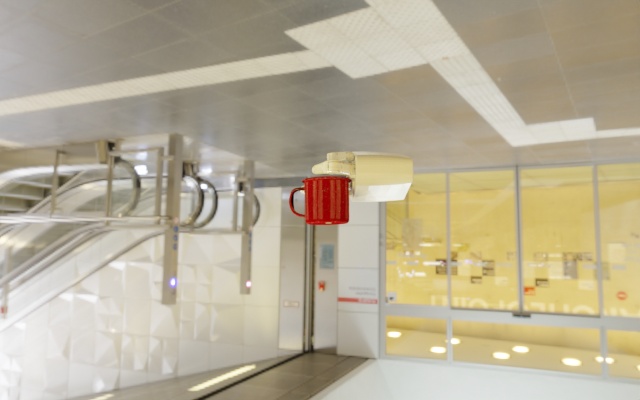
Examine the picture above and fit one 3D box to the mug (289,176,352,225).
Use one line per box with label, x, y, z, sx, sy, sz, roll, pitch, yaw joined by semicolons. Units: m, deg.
mug;-0.001;0.003;0.881;0.117;0.081;0.093;-1;-6;0
